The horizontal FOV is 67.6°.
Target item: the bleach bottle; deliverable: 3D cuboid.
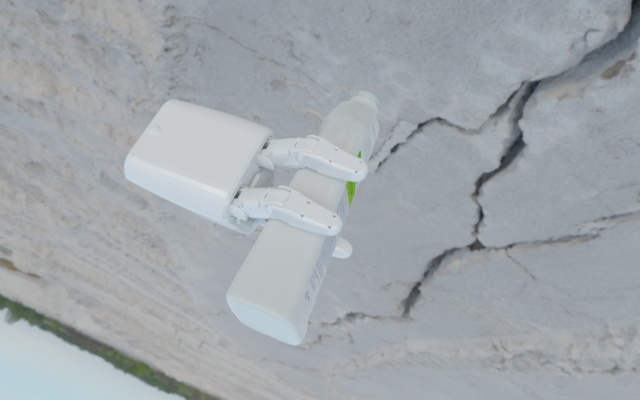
[{"bbox_3d":[0.000,0.001,0.454,0.068,0.250,0.103,20,-26,11],"label":"bleach bottle"}]
